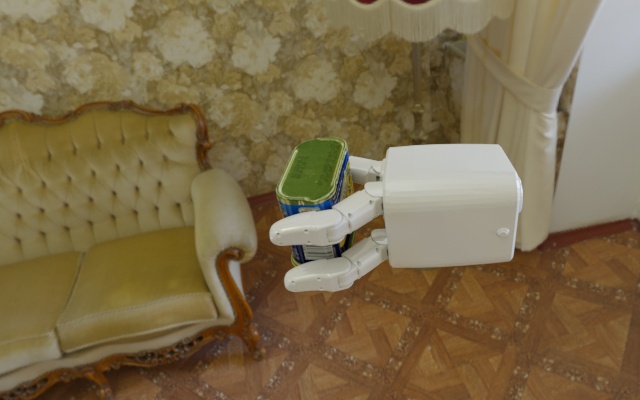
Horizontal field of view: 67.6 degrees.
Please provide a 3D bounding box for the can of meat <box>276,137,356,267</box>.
[{"bbox_3d":[0.000,0.001,0.446,0.057,0.084,0.102,0,39,14],"label":"can of meat"}]
